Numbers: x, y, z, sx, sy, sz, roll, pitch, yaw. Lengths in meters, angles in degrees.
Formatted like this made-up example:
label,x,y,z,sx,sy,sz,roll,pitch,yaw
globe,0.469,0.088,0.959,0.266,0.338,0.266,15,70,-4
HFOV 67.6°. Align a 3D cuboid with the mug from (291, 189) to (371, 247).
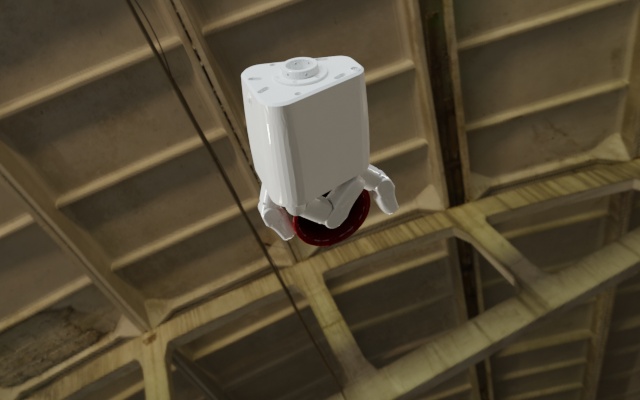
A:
label,x,y,z,sx,sy,sz,roll,pitch,yaw
mug,0.000,0.003,0.567,0.093,0.117,0.081,-17,40,-14
